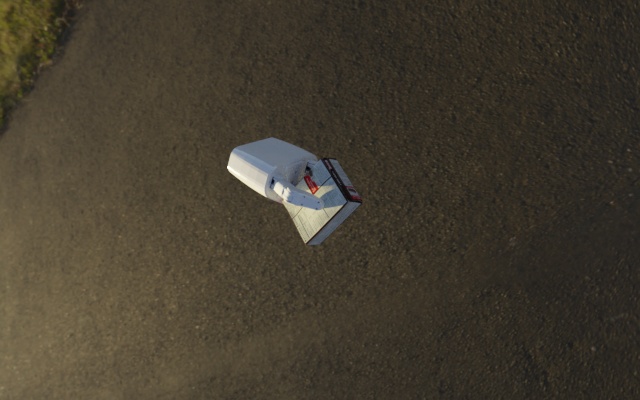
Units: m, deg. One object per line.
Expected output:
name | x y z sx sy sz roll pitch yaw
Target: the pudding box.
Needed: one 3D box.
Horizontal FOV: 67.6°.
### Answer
pudding box | 0.000 0.002 0.739 0.039 0.090 0.113 0 -38 -48
